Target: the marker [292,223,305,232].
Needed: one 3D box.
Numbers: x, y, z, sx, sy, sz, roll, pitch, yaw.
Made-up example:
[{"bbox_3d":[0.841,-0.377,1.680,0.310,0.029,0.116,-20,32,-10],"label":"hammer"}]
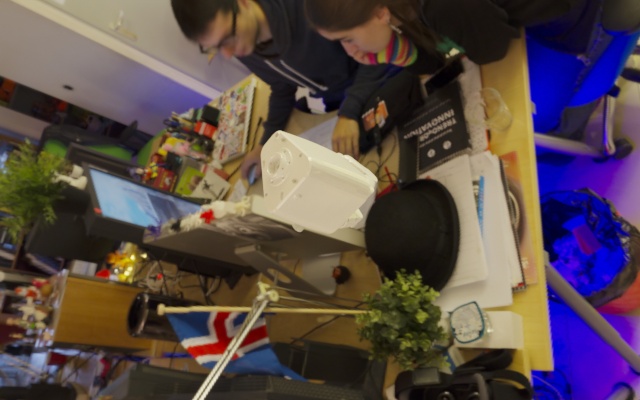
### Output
[{"bbox_3d":[0.000,0.002,0.726,0.121,0.020,0.020,-47,-24,24],"label":"marker"}]
